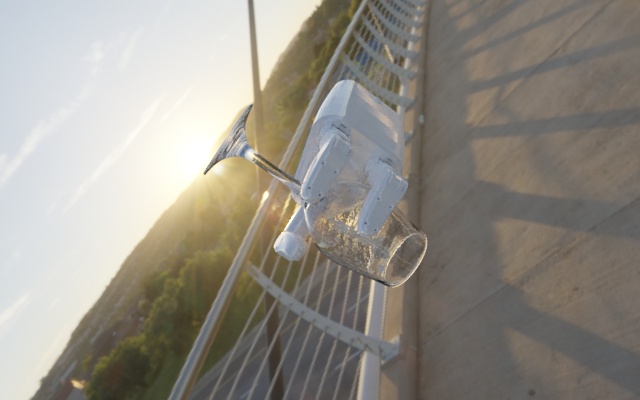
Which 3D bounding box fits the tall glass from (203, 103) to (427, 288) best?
[{"bbox_3d":[-0.001,0.001,0.432,0.201,0.079,0.079,34,-8,-12],"label":"tall glass"}]
